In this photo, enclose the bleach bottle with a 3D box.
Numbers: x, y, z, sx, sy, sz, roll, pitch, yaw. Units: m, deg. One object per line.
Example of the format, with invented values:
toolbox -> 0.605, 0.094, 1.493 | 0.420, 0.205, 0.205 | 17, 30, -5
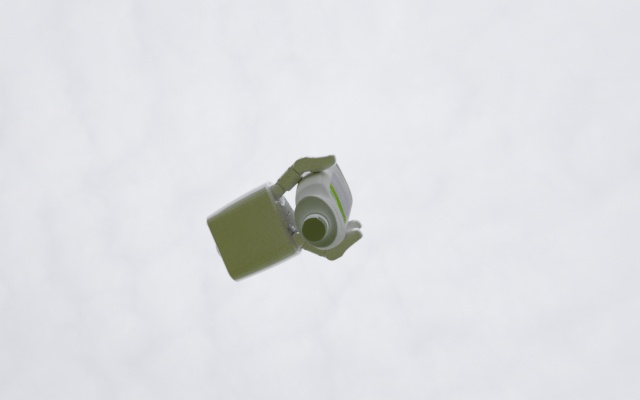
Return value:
bleach bottle -> 0.000, 0.002, 0.662 | 0.068, 0.102, 0.250 | -27, 7, 10
